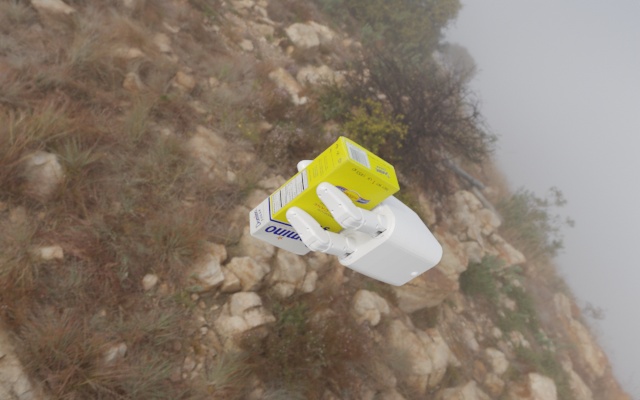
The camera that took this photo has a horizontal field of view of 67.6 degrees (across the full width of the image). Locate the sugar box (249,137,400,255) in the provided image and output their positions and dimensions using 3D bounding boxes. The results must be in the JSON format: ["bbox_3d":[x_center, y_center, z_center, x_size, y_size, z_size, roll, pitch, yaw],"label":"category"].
[{"bbox_3d":[0.000,0.002,0.596,0.093,0.048,0.176,26,-52,-35],"label":"sugar box"}]
